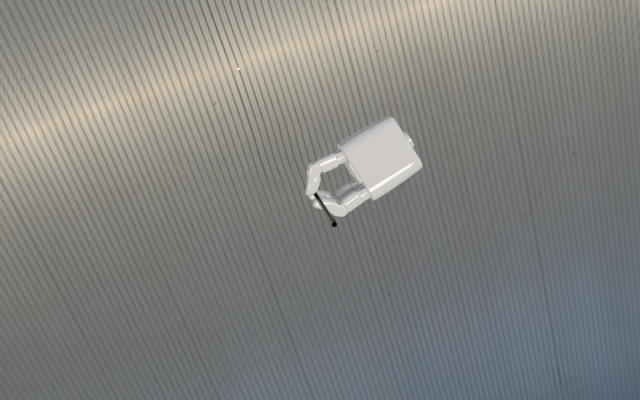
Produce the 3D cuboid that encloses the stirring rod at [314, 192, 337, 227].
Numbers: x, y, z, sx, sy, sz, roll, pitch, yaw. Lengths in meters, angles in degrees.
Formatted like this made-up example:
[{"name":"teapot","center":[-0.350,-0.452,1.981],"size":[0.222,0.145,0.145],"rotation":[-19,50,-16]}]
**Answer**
[{"name":"stirring rod","center":[0.000,0.002,0.790],"size":[0.011,0.011,0.239],"rotation":[0,15,-10]}]
